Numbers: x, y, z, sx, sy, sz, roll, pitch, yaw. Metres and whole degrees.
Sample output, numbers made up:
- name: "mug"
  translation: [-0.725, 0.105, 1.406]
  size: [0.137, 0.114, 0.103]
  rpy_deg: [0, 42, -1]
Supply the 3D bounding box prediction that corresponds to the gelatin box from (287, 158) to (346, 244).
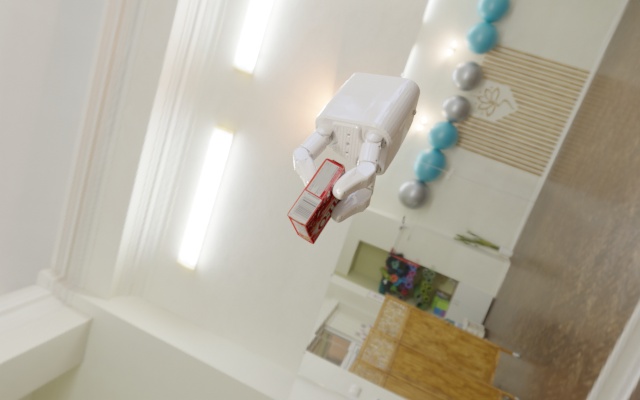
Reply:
- name: "gelatin box"
  translation: [0.000, 0.002, 0.590]
  size: [0.030, 0.089, 0.073]
  rpy_deg: [30, -16, 17]
